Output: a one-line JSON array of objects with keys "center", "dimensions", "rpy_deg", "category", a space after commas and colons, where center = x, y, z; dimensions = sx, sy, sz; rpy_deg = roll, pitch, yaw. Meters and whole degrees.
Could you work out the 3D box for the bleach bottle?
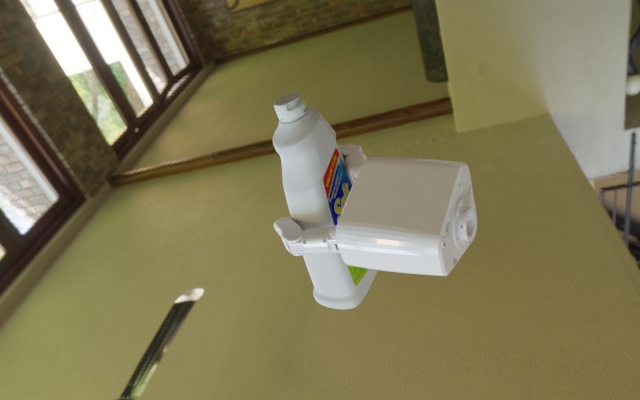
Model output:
[{"center": [0.000, 0.002, 0.542], "dimensions": [0.068, 0.251, 0.102], "rpy_deg": [2, 39, 32], "category": "bleach bottle"}]
